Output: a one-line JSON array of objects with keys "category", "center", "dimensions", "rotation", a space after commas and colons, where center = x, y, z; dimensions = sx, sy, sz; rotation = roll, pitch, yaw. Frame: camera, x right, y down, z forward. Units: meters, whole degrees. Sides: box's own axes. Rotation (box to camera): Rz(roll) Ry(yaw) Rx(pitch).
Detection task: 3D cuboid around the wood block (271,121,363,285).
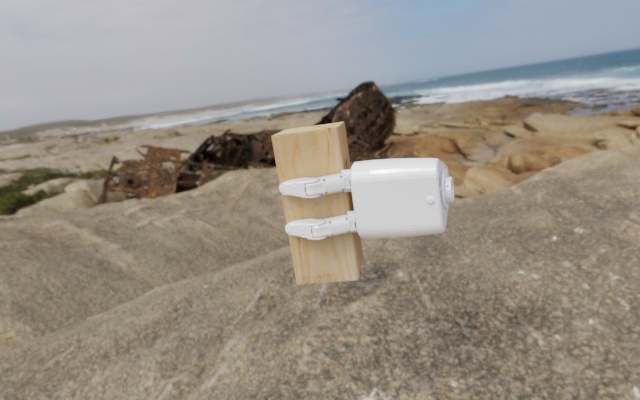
[{"category": "wood block", "center": [0.001, 0.002, 0.665], "dimensions": [0.090, 0.206, 0.090], "rotation": [-6, 13, 10]}]
